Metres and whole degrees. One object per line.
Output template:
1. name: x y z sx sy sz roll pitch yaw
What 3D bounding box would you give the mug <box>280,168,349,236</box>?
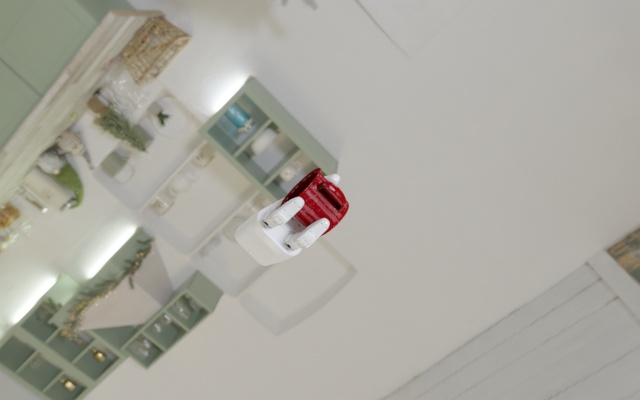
1. mug: 0.001 0.002 0.790 0.117 0.081 0.093 -28 21 52
